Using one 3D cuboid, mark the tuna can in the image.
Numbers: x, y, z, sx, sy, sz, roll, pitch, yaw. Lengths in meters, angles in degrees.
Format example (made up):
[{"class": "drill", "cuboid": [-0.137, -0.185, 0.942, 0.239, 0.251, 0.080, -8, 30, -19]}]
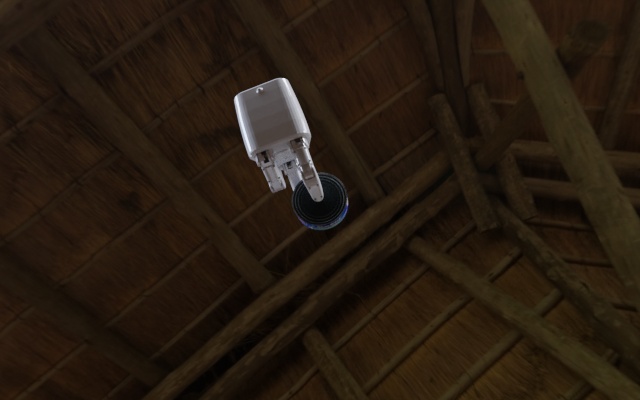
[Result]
[{"class": "tuna can", "cuboid": [0.000, 0.003, 0.743, 0.086, 0.086, 0.034, 0, -19, 7]}]
